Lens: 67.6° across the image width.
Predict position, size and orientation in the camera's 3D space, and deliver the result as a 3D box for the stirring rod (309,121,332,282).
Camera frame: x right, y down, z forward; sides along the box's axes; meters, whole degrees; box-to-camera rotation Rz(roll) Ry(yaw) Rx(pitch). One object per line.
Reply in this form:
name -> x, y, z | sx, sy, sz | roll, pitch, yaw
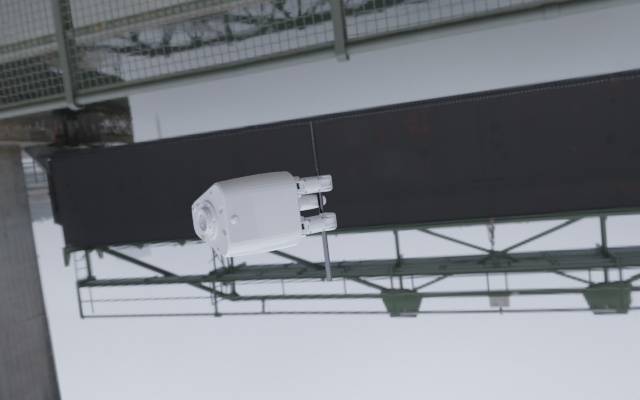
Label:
stirring rod -> 0.000, 0.002, 0.712 | 0.011, 0.239, 0.011 | -7, 4, 0
